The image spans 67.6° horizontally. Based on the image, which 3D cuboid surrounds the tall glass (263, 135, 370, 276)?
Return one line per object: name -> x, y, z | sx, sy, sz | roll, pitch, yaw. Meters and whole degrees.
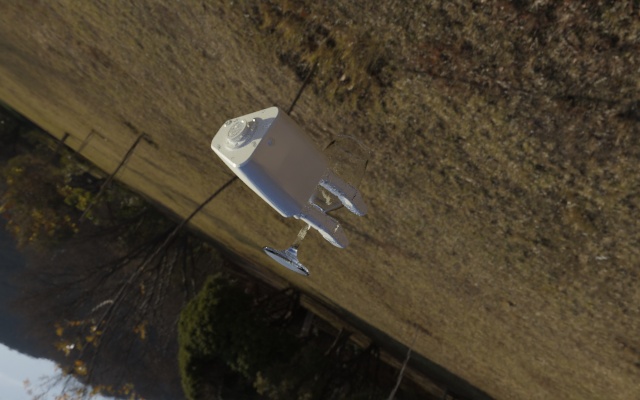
tall glass -> 0.000, 0.003, 0.686 | 0.079, 0.201, 0.079 | 27, -18, 10
